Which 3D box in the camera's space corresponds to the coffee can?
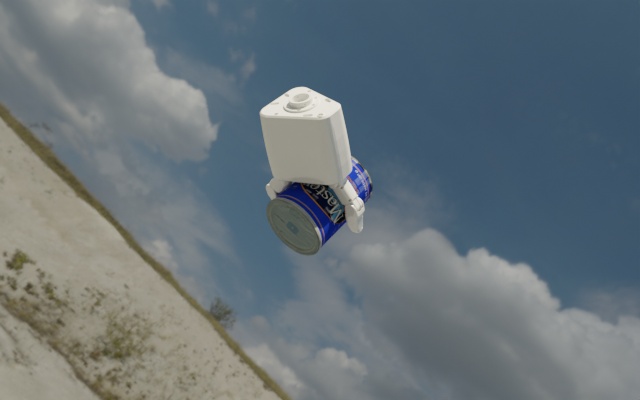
[{"bbox_3d":[0.000,0.003,0.741,0.103,0.103,0.140,0,34,47],"label":"coffee can"}]
